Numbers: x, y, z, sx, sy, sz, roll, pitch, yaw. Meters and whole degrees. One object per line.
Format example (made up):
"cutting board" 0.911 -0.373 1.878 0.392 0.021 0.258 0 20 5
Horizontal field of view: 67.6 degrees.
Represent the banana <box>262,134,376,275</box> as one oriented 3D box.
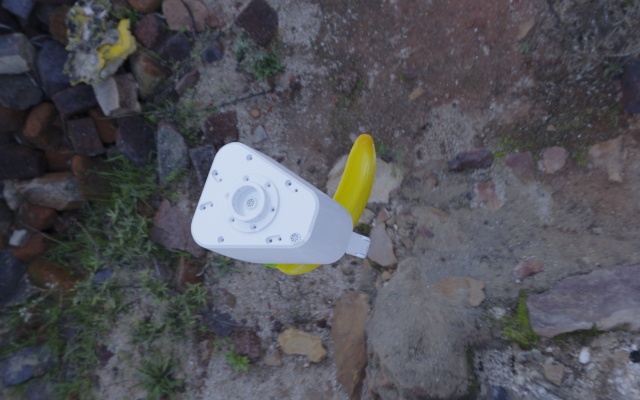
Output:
"banana" 0.011 0.016 0.542 0.069 0.198 0.037 41 4 25
